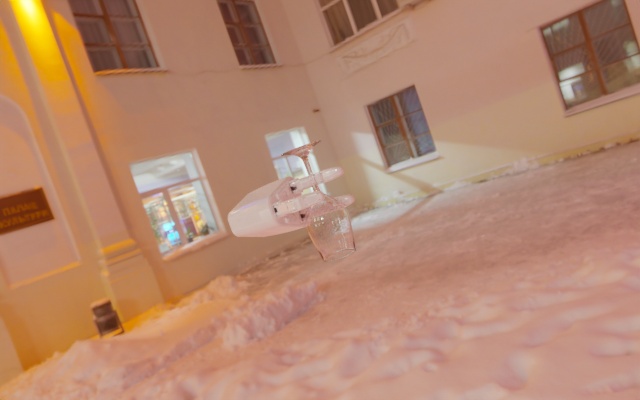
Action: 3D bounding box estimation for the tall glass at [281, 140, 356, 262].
[{"bbox_3d":[0.000,0.002,0.829,0.079,0.201,0.079,-20,3,1],"label":"tall glass"}]
